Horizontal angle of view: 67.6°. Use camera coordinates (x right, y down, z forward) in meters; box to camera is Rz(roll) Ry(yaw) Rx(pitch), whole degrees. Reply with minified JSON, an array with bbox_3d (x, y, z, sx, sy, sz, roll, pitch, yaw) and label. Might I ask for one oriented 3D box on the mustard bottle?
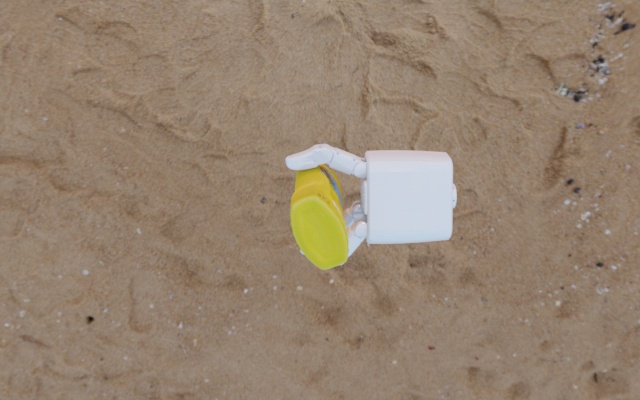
[{"bbox_3d":[0.000,0.002,0.618,0.058,0.096,0.191,-23,21,10],"label":"mustard bottle"}]
